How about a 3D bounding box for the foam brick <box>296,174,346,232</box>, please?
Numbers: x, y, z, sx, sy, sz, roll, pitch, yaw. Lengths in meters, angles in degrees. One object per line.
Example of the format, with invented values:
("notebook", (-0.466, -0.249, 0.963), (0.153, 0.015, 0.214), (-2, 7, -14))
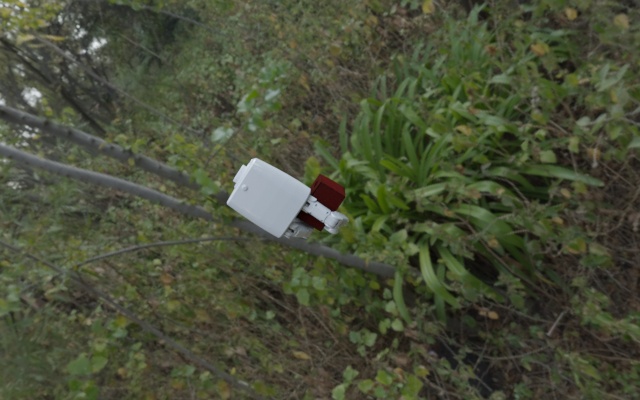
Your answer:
("foam brick", (0.000, 0.002, 0.816), (0.051, 0.078, 0.053), (32, 15, -11))
